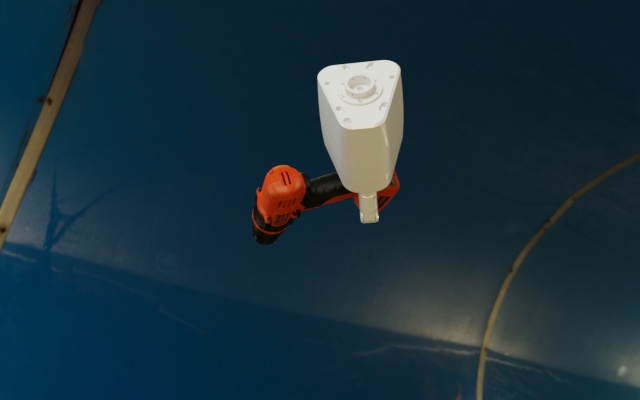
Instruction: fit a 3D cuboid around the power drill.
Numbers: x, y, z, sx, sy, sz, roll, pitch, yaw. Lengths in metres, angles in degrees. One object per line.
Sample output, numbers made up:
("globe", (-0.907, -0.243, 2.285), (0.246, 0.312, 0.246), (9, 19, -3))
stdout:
("power drill", (0.001, 0.002, 0.653), (0.187, 0.057, 0.184), (-13, -20, -21))
